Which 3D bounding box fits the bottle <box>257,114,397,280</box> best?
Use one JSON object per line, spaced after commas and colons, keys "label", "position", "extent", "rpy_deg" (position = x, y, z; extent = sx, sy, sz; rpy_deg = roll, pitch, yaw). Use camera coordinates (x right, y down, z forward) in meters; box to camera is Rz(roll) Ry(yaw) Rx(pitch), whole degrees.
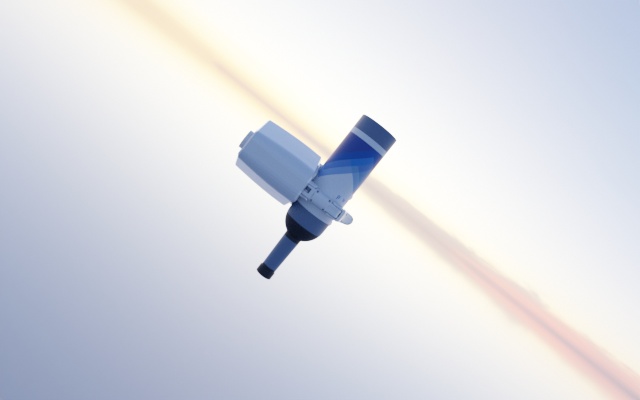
{"label": "bottle", "position": [0.000, 0.002, 0.745], "extent": [0.069, 0.296, 0.069], "rpy_deg": [38, 5, -4]}
